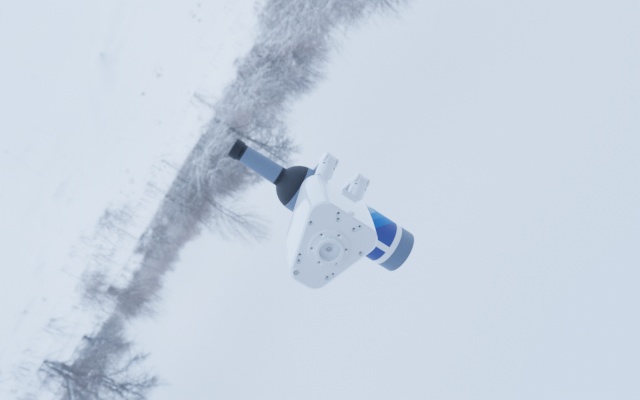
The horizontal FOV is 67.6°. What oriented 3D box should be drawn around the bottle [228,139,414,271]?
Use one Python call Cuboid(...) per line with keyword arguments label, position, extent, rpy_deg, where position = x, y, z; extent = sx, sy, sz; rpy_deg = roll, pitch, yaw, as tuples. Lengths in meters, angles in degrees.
Cuboid(label="bottle", position=(0.000, 0.002, 0.690), extent=(0.296, 0.069, 0.069), rpy_deg=(32, -9, -14))
